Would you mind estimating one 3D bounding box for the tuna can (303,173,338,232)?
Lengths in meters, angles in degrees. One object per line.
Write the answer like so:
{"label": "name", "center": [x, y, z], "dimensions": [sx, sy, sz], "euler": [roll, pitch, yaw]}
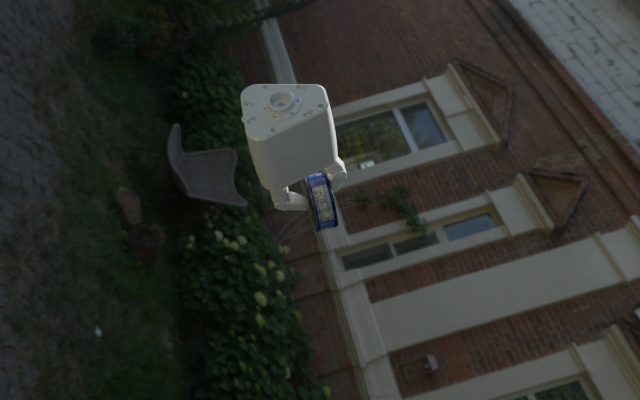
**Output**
{"label": "tuna can", "center": [0.001, 0.002, 0.714], "dimensions": [0.034, 0.086, 0.086], "euler": [-13, 1, -5]}
